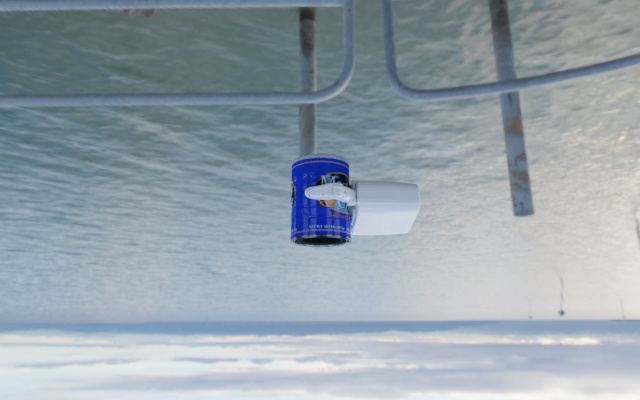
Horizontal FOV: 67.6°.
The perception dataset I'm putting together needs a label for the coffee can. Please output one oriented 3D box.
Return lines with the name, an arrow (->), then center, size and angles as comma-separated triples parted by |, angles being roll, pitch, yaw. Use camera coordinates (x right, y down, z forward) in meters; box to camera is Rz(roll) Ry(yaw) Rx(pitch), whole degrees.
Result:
coffee can -> 0.000, 0.003, 0.820 | 0.103, 0.140, 0.103 | 0, -14, 0
